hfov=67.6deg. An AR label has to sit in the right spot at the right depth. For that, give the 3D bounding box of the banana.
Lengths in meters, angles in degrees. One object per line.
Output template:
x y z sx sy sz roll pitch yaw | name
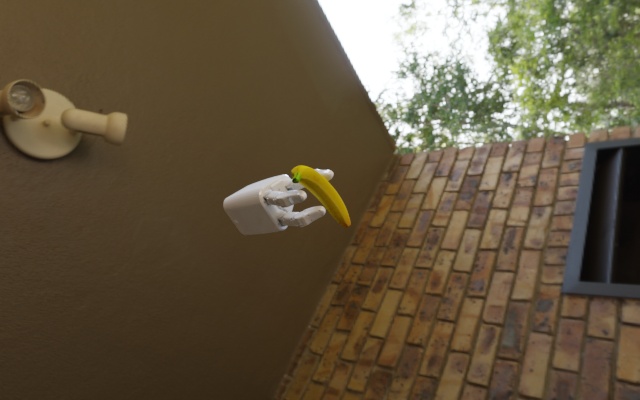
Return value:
-0.002 -0.014 0.905 0.037 0.069 0.198 -19 -37 28 | banana
